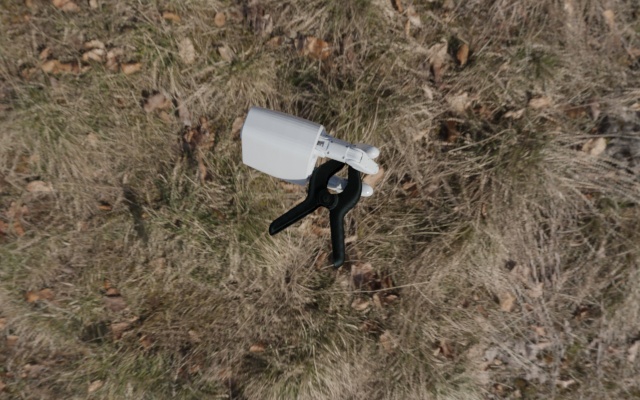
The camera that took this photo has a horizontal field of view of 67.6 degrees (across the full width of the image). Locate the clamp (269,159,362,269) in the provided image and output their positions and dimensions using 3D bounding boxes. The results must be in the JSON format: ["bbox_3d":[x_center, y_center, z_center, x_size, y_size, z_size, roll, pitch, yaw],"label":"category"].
[{"bbox_3d":[0.000,0.002,0.699,0.120,0.171,0.039,18,-10,3],"label":"clamp"}]
